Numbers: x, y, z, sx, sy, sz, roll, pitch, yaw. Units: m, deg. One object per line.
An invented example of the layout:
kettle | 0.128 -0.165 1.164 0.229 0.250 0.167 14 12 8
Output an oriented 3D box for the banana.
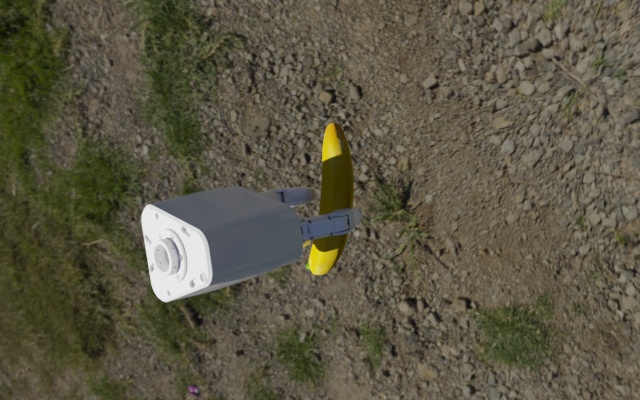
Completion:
banana | 0.009 0.013 0.555 0.037 0.198 0.069 -5 28 -33
